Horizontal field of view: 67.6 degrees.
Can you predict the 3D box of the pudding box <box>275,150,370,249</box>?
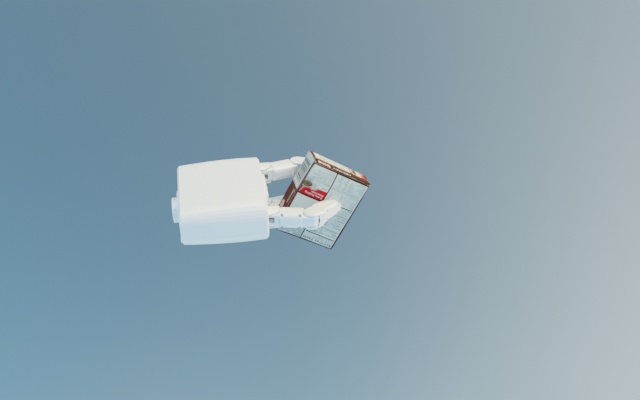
[{"bbox_3d":[0.000,0.002,0.645,0.090,0.113,0.039,22,22,-23],"label":"pudding box"}]
